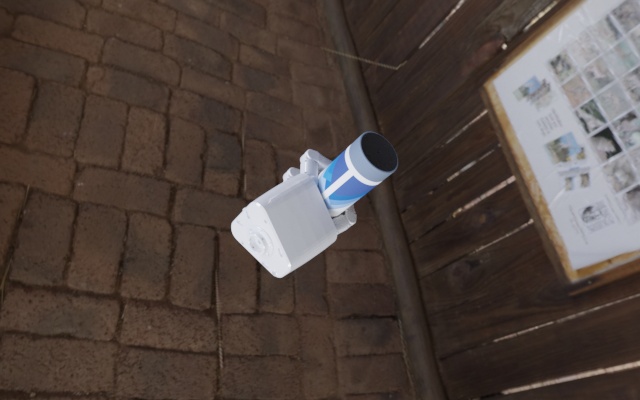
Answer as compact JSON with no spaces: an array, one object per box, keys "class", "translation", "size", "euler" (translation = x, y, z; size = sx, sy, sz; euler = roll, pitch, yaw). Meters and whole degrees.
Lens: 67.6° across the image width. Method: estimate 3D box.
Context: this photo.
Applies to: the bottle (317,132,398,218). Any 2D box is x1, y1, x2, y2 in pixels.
[{"class":"bottle","translation":[0.000,0.002,0.745],"size":[0.069,0.069,0.296],"euler":[0,-27,-37]}]
